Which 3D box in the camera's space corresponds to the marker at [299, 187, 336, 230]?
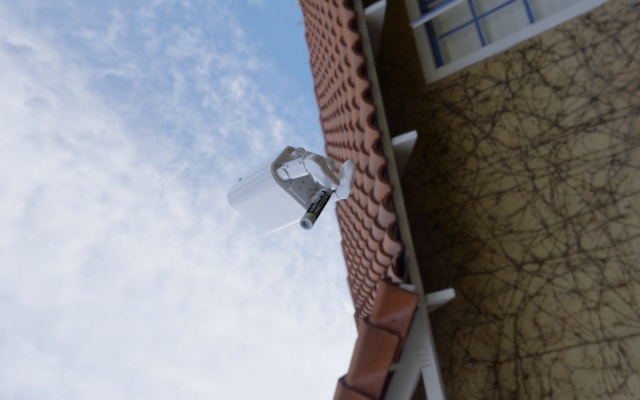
[{"bbox_3d":[0.000,0.002,0.669,0.020,0.020,0.121,0,29,21],"label":"marker"}]
